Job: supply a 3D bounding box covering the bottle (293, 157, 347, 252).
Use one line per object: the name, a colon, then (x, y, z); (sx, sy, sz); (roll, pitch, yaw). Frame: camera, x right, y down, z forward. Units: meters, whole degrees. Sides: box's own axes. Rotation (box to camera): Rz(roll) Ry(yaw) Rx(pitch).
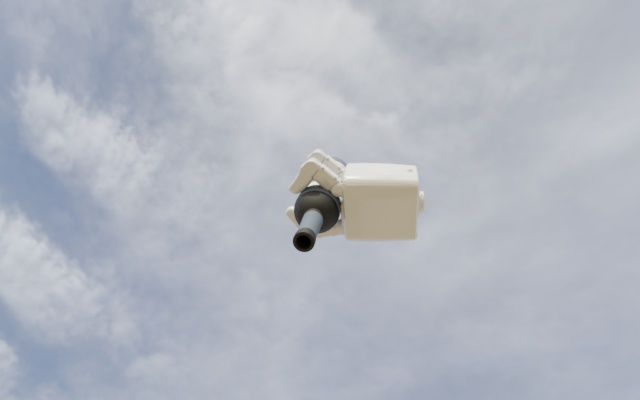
bottle: (0.000, 0.002, 0.715); (0.069, 0.069, 0.295); (0, 19, 9)
